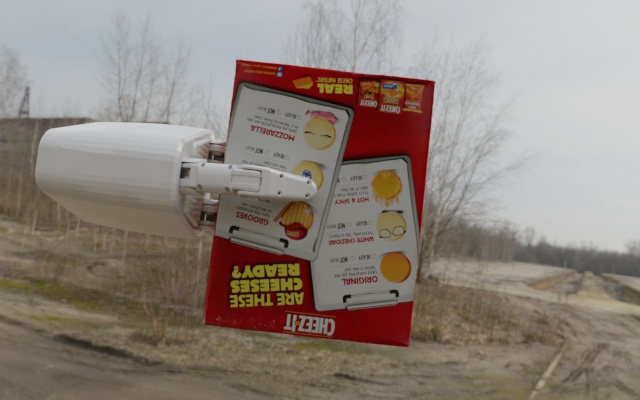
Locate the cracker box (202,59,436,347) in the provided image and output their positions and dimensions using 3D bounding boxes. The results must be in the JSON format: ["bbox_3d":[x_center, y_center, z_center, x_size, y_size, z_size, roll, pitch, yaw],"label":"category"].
[{"bbox_3d":[0.000,0.001,0.405,0.164,0.213,0.072,6,-3,1],"label":"cracker box"}]
